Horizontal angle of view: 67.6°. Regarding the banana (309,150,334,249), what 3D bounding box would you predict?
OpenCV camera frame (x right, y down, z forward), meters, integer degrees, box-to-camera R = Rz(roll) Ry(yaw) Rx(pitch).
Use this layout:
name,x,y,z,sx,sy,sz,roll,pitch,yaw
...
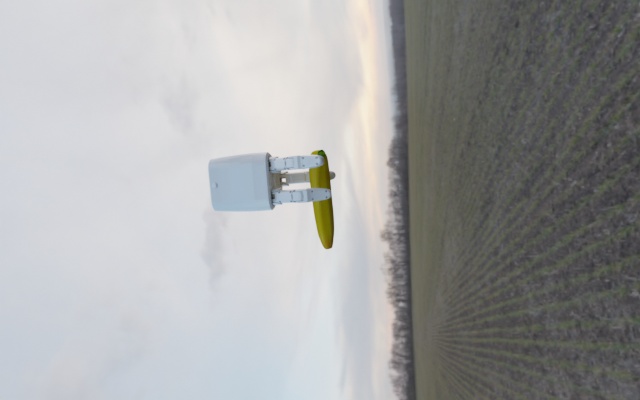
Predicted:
name,x,y,z,sx,sy,sz,roll,pitch,yaw
banana,0.001,-0.010,0.841,0.037,0.198,0.069,-3,30,6
